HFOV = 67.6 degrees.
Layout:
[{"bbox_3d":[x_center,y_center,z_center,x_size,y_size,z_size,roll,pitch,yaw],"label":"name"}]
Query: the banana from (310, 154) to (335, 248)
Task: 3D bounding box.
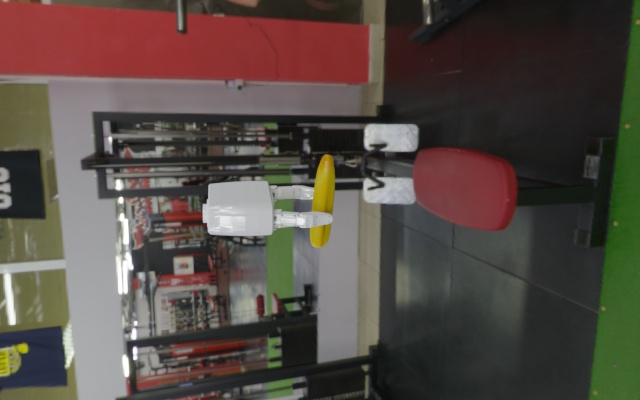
[{"bbox_3d":[0.001,0.017,0.842,0.037,0.198,0.069,1,37,-7],"label":"banana"}]
